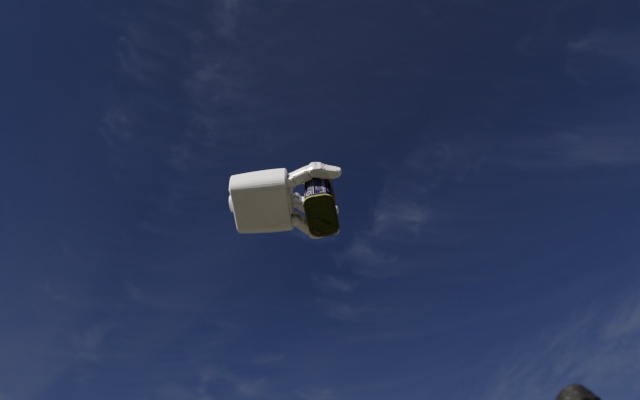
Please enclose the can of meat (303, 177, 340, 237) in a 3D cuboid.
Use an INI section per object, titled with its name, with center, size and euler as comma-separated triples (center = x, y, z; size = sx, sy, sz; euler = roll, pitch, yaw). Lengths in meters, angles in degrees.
[can of meat]
center = 0.000, 0.003, 0.897
size = 0.057, 0.102, 0.083
euler = -9, 40, 4
